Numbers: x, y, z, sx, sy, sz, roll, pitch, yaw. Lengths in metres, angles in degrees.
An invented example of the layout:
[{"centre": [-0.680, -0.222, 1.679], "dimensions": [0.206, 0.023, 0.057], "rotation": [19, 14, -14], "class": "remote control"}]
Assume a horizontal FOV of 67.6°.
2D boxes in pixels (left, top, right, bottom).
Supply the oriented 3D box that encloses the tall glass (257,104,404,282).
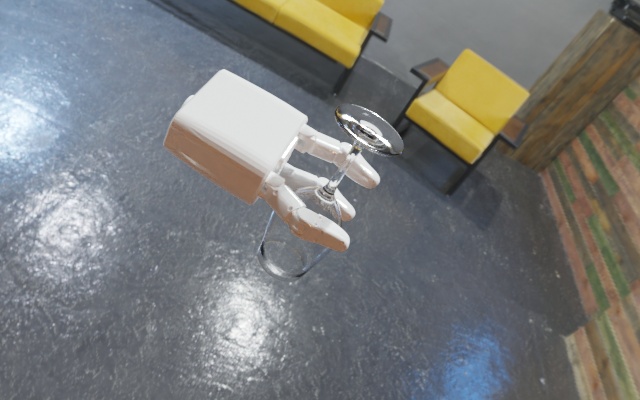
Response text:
[{"centre": [0.001, 0.001, 0.499], "dimensions": [0.079, 0.079, 0.201], "rotation": [0, -44, -39], "class": "tall glass"}]
